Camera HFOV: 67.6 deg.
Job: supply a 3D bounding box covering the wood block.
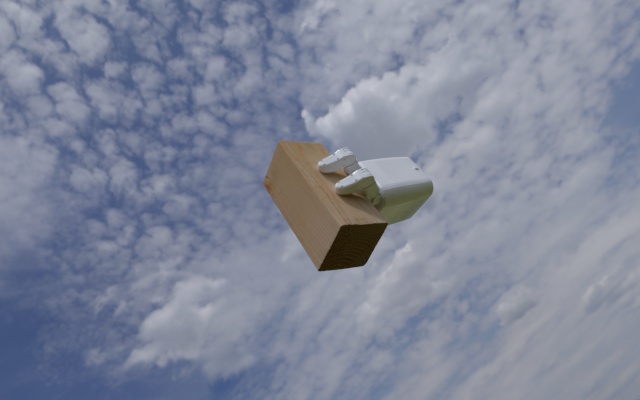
[{"bbox_3d":[0.000,0.003,0.742,0.090,0.091,0.206,-1,39,-35],"label":"wood block"}]
